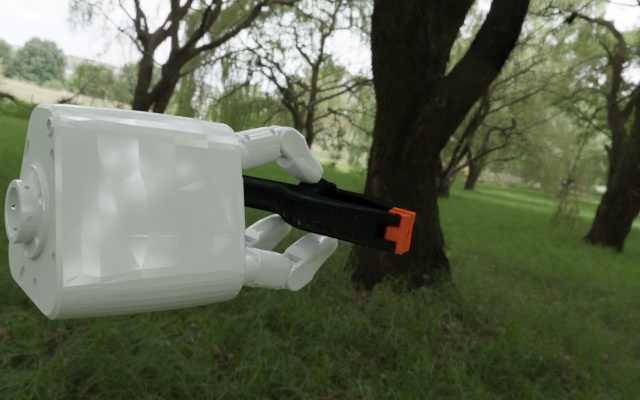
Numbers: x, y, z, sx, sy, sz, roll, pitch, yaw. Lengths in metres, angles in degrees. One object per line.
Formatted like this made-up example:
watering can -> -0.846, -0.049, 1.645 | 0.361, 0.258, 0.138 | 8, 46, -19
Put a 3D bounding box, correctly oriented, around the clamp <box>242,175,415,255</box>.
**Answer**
clamp -> 0.000, 0.001, 0.400 | 0.164, 0.036, 0.210 | 0, 11, -45
